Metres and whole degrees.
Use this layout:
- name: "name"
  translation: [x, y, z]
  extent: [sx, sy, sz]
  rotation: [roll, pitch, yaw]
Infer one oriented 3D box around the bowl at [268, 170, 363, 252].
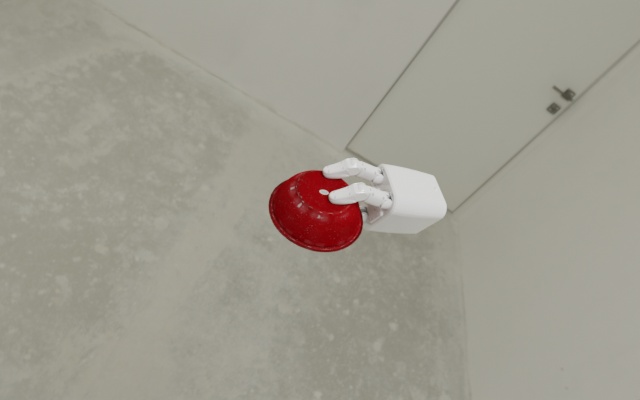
- name: "bowl"
  translation: [-0.001, 0.002, 0.767]
  extent: [0.162, 0.162, 0.055]
  rotation: [0, -41, -19]
